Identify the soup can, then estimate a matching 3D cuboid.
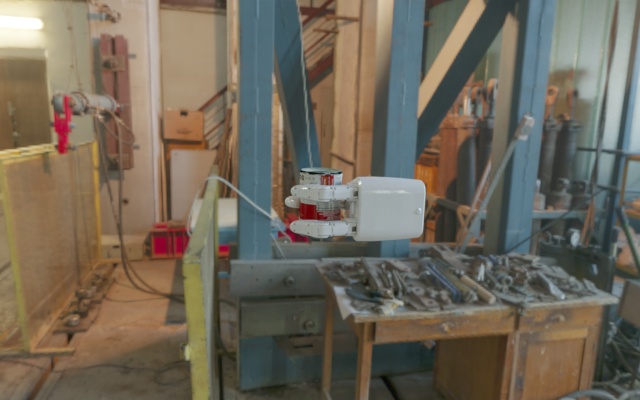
[{"bbox_3d":[0.000,0.002,0.752,0.068,0.102,0.068,2,10,0],"label":"soup can"}]
